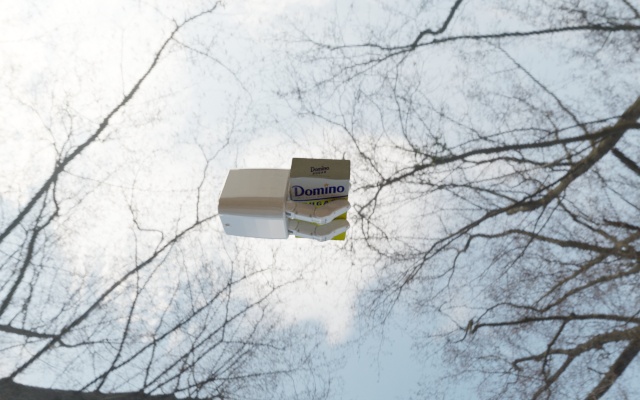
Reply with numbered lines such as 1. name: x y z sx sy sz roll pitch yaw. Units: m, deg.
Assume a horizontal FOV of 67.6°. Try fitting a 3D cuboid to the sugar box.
1. sugar box: 0.000 0.003 0.786 0.093 0.048 0.176 2 -34 3
